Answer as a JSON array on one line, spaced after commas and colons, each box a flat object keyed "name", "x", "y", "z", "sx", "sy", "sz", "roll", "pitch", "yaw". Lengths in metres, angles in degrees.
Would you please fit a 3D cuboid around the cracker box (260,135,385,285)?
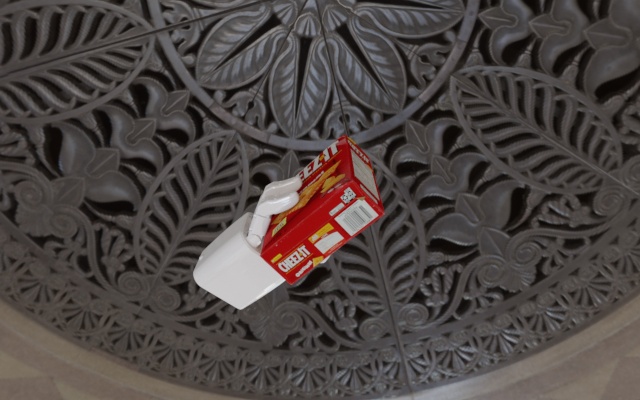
[{"name": "cracker box", "x": 0.000, "y": 0.003, "z": 0.705, "sx": 0.164, "sy": 0.072, "sz": 0.213, "roll": -39, "pitch": 18, "yaw": 16}]
